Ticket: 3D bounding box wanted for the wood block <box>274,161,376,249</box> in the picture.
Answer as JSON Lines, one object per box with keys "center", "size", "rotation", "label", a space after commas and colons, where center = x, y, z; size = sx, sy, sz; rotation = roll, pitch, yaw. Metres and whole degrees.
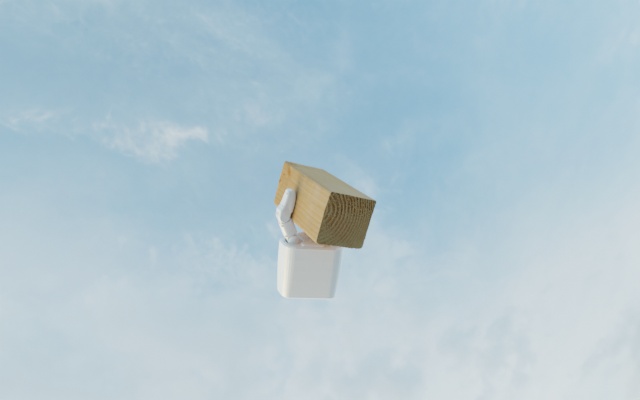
{"center": [0.000, 0.003, 0.855], "size": [0.091, 0.090, 0.206], "rotation": [10, 13, -28], "label": "wood block"}
